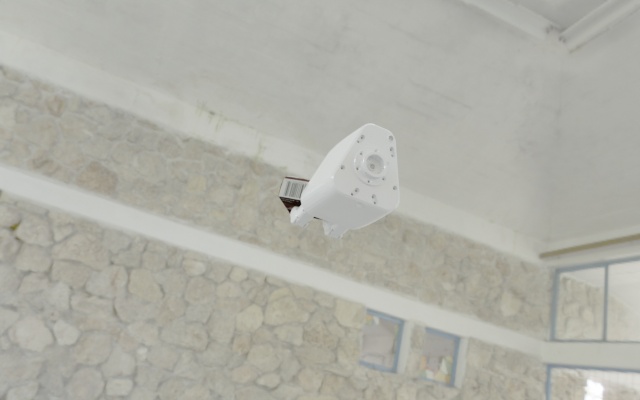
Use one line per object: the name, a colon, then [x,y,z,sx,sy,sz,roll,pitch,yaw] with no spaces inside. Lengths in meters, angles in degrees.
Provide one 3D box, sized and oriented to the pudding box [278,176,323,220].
pudding box: [0.000,0.002,0.737,0.113,0.039,0.090,12,-17,12]
